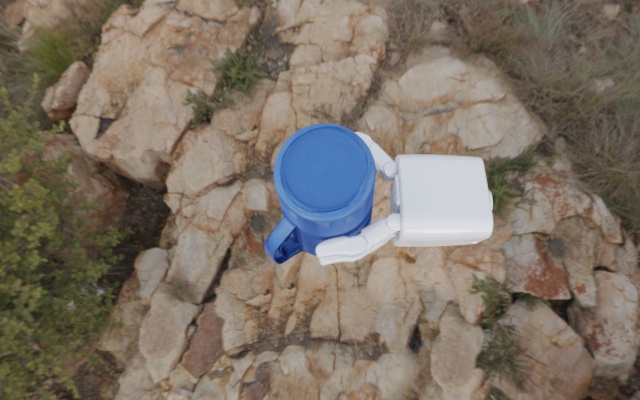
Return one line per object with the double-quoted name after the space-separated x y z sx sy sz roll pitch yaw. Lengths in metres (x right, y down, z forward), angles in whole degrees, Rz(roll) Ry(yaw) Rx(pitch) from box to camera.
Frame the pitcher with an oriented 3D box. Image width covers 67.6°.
0.000 0.002 0.605 0.145 0.149 0.243 2 -12 3 "pitcher"
